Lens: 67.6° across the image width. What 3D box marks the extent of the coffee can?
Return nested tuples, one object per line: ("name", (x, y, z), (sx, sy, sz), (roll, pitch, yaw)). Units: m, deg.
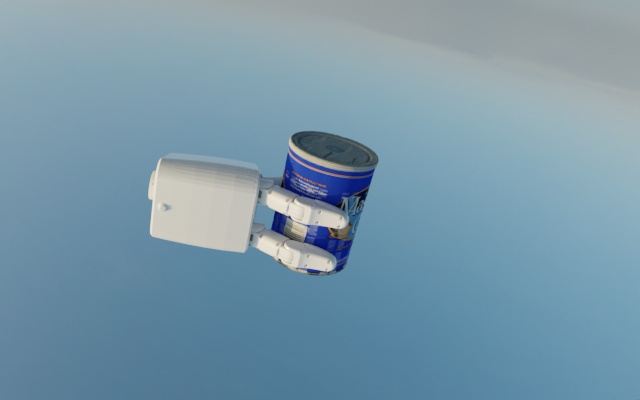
("coffee can", (0.000, 0.002, 0.564), (0.103, 0.140, 0.102), (12, 24, -6))
